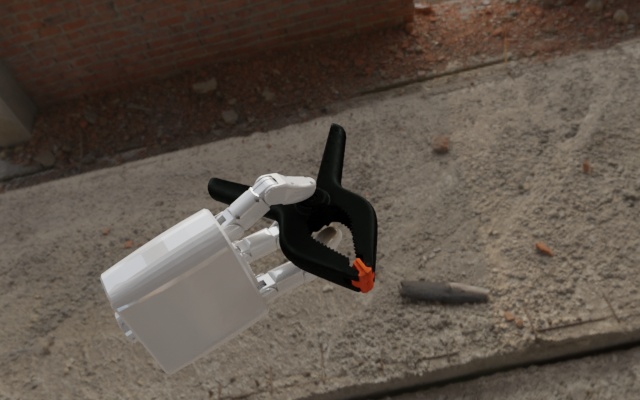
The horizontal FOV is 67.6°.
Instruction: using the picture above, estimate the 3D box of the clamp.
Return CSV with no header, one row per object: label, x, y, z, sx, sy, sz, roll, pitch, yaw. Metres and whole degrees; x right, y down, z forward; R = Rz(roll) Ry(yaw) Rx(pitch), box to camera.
clamp,0.000,0.001,0.470,0.164,0.036,0.210,-32,49,-16
